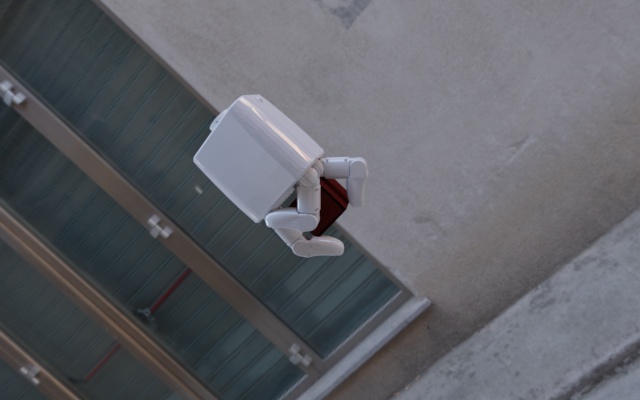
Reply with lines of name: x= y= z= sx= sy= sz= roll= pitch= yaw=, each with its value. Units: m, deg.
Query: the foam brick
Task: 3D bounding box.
foam brick: x=0.000 y=0.002 z=0.588 sx=0.051 sy=0.053 sz=0.078 roll=42 pitch=15 yaw=-3
